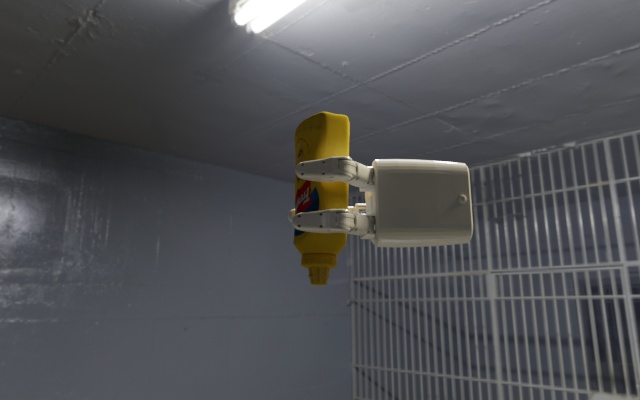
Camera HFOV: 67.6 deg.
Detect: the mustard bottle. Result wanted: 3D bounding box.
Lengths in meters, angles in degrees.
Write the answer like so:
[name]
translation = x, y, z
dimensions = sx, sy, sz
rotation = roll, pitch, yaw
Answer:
[mustard bottle]
translation = 0.000, 0.002, 0.557
dimensions = 0.058, 0.191, 0.096
rotation = 6, -14, -23
